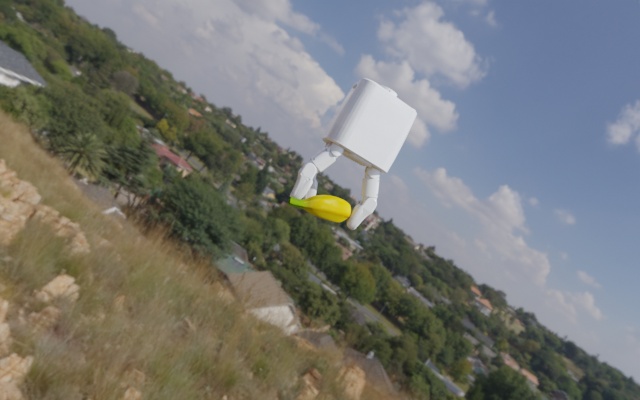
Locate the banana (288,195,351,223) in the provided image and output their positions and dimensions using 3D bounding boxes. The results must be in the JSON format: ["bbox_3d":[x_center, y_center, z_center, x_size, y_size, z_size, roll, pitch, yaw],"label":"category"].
[{"bbox_3d":[0.015,0.010,0.744,0.069,0.037,0.198,25,2,17],"label":"banana"}]
